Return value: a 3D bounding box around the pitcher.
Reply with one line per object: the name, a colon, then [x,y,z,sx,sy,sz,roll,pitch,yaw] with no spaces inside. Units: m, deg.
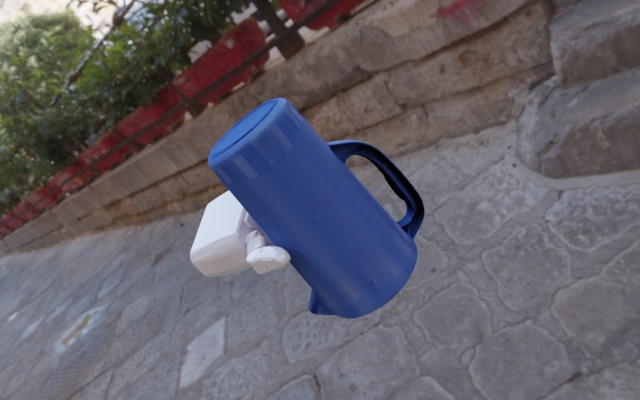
pitcher: [0.000,0.002,0.541,0.145,0.243,0.149,-21,29,39]
